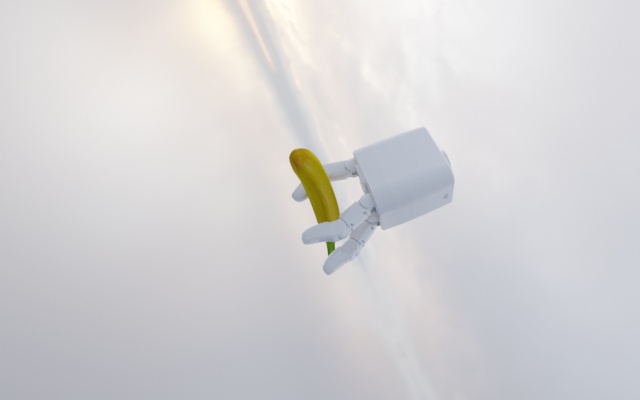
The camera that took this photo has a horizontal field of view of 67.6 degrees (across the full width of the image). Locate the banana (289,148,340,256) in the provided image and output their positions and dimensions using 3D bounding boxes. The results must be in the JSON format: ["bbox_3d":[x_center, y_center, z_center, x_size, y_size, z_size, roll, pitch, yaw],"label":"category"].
[{"bbox_3d":[-0.002,-0.008,0.622,0.037,0.069,0.198,-17,-46,5],"label":"banana"}]
